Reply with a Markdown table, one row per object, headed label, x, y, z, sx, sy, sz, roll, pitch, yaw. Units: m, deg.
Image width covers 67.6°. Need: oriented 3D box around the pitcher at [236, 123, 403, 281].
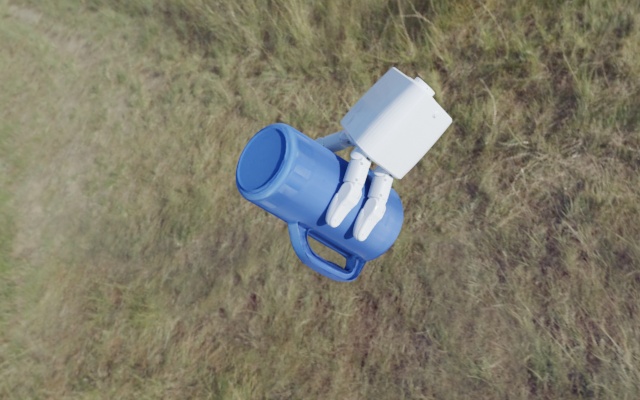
| label | x | y | z | sx | sy | sz | roll | pitch | yaw |
| --- | --- | --- | --- | --- | --- | --- | --- | --- | --- |
| pitcher | 0.000 | 0.002 | 0.672 | 0.243 | 0.145 | 0.149 | 30 | 20 | -44 |
